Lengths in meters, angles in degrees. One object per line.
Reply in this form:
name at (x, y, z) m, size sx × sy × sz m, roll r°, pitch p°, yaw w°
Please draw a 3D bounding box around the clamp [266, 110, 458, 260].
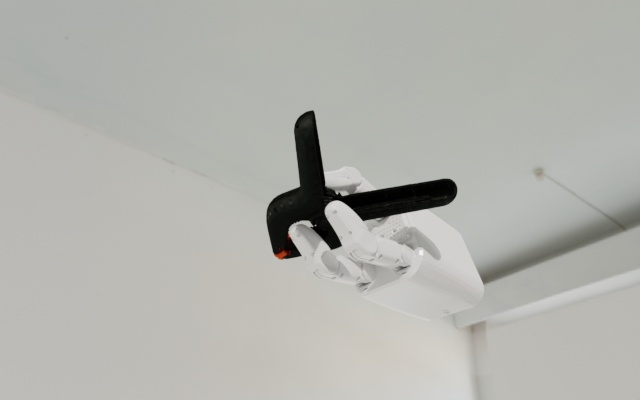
clamp at (0.000, 0.001, 0.466) m, size 0.164 × 0.036 × 0.210 m, roll 28°, pitch -41°, yaw -28°
